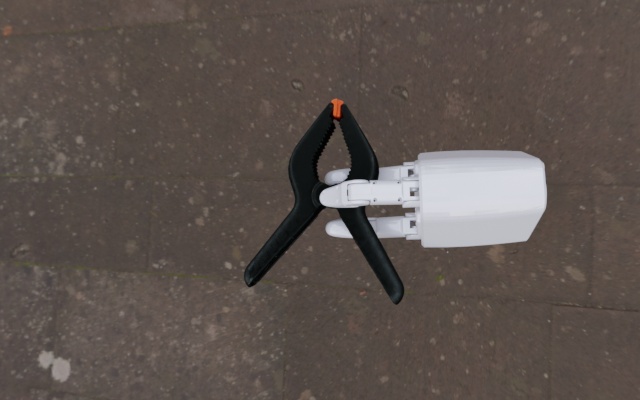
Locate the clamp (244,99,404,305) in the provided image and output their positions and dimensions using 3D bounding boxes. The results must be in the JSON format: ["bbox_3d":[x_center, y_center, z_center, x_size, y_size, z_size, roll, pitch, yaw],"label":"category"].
[{"bbox_3d":[0.000,0.001,0.495,0.164,0.210,0.036,-2,-6,9],"label":"clamp"}]
